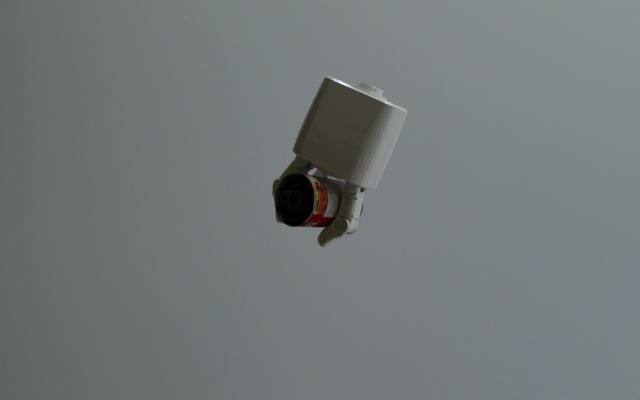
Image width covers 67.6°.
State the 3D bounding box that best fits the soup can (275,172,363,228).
[{"bbox_3d":[0.000,0.003,0.626,0.068,0.068,0.102,0,-4,41],"label":"soup can"}]
